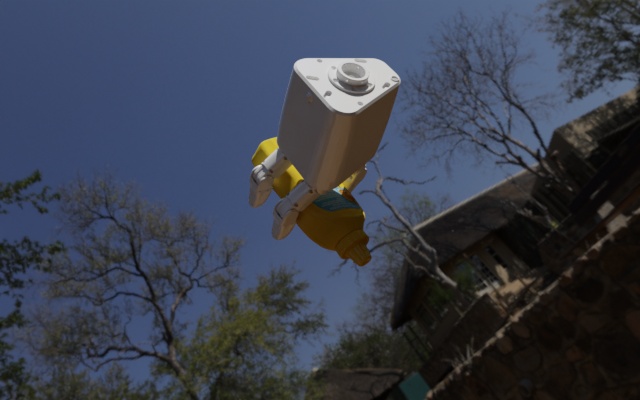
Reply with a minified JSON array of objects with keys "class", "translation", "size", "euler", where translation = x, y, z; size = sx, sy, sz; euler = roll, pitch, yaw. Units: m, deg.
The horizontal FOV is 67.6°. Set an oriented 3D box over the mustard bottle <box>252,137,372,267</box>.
[{"class":"mustard bottle","translation":[0.000,0.002,0.586],"size":[0.096,0.058,0.191],"euler":[-3,47,-49]}]
